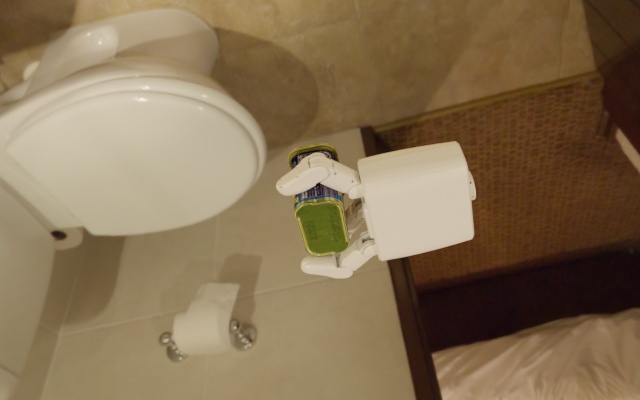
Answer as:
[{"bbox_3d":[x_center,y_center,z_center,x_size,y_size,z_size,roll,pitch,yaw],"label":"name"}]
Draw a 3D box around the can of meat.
[{"bbox_3d":[0.000,0.002,0.538,0.057,0.083,0.102,-10,-41,4],"label":"can of meat"}]
